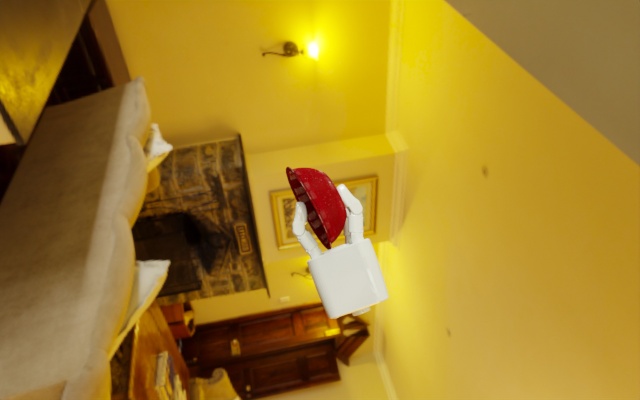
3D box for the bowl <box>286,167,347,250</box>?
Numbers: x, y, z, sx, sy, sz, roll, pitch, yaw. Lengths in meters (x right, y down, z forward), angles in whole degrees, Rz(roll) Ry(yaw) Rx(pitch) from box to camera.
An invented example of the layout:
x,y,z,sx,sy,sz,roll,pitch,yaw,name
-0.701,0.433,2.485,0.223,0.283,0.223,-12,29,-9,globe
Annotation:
x,y,z,sx,sy,sz,roll,pitch,yaw,name
0.000,0.001,0.828,0.055,0.162,0.162,-28,5,-10,bowl
